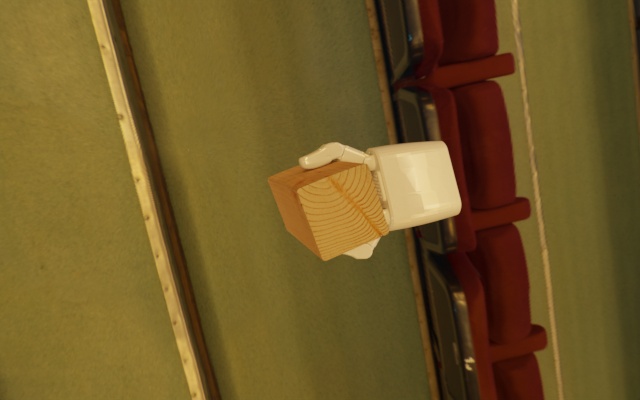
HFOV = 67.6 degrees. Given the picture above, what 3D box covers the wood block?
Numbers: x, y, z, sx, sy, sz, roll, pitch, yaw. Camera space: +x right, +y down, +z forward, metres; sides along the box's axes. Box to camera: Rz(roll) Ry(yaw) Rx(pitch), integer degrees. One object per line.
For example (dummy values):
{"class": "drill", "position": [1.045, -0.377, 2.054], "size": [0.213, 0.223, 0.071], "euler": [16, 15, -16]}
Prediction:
{"class": "wood block", "position": [0.000, 0.002, 0.638], "size": [0.090, 0.091, 0.206], "euler": [-22, 11, -12]}
